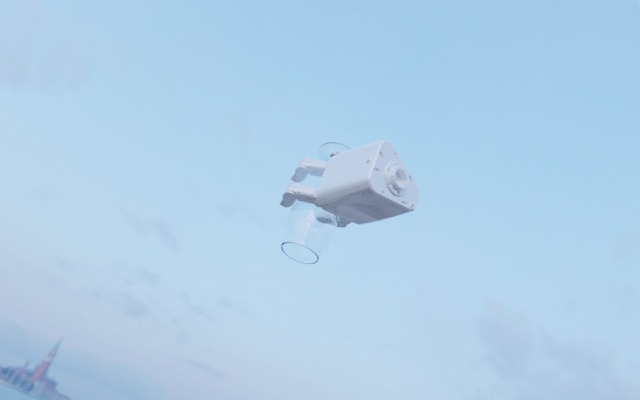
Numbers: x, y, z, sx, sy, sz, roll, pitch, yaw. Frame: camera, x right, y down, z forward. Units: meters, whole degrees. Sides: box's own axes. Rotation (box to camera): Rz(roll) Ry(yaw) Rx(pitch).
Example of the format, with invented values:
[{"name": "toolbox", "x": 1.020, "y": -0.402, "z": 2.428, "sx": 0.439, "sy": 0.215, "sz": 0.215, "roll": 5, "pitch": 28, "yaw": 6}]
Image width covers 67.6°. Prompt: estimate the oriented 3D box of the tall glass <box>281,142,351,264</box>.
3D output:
[{"name": "tall glass", "x": 0.000, "y": 0.002, "z": 0.781, "sx": 0.079, "sy": 0.201, "sz": 0.079, "roll": 16, "pitch": -31, "yaw": 10}]
